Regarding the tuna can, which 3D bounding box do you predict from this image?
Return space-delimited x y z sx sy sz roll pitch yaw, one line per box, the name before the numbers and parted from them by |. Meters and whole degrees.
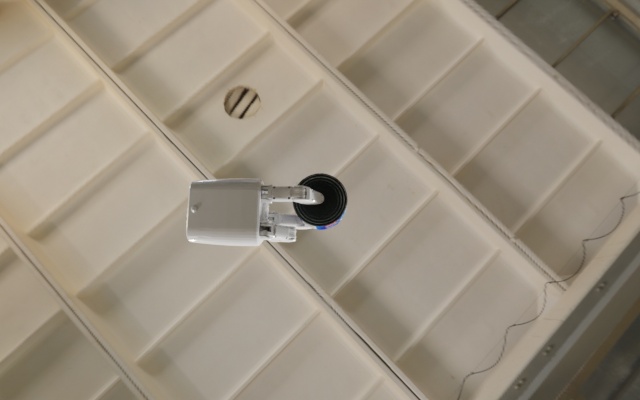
tuna can | 0.000 0.003 0.755 0.086 0.086 0.034 0 -14 4
